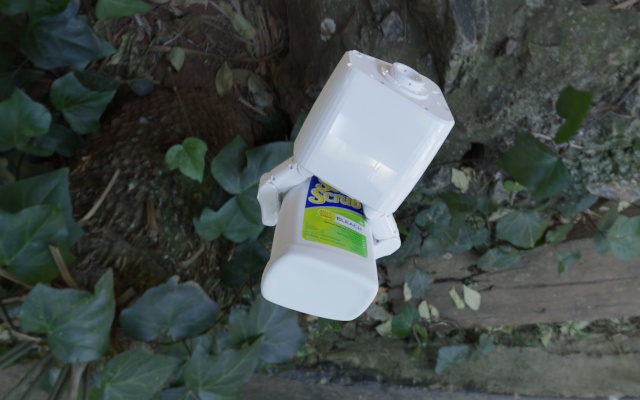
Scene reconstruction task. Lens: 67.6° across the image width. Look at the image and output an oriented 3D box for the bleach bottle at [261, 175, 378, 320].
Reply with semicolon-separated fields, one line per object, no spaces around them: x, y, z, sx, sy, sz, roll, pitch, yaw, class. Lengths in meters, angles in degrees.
0.000;0.002;0.505;0.102;0.068;0.250;20;35;-15;bleach bottle
